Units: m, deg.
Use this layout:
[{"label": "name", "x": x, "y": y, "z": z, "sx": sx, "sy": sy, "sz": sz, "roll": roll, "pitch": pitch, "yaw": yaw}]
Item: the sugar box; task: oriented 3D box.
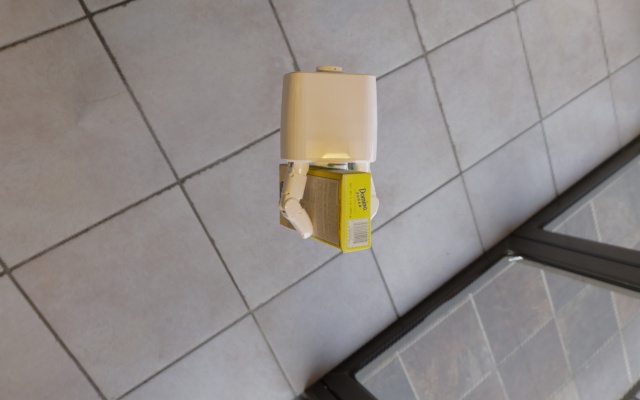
[{"label": "sugar box", "x": 0.001, "y": 0.002, "z": 0.623, "sx": 0.048, "sy": 0.093, "sz": 0.176, "roll": -4, "pitch": 11, "yaw": -26}]
